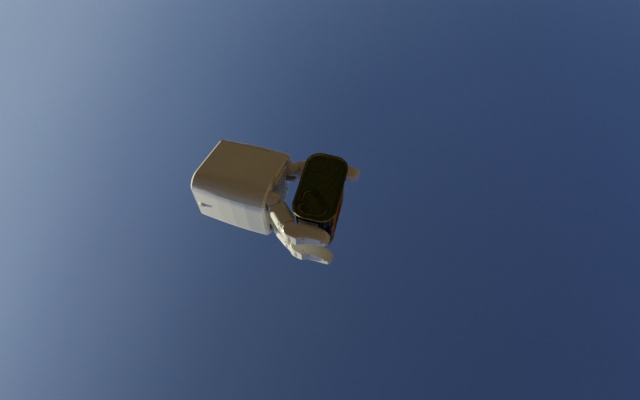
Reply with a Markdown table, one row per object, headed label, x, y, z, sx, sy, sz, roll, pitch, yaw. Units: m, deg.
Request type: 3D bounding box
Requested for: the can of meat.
| label | x | y | z | sx | sy | sz | roll | pitch | yaw |
| --- | --- | --- | --- | --- | --- | --- | --- | --- | --- |
| can of meat | 0.000 | 0.002 | 0.649 | 0.057 | 0.102 | 0.084 | 12 | -30 | 7 |
